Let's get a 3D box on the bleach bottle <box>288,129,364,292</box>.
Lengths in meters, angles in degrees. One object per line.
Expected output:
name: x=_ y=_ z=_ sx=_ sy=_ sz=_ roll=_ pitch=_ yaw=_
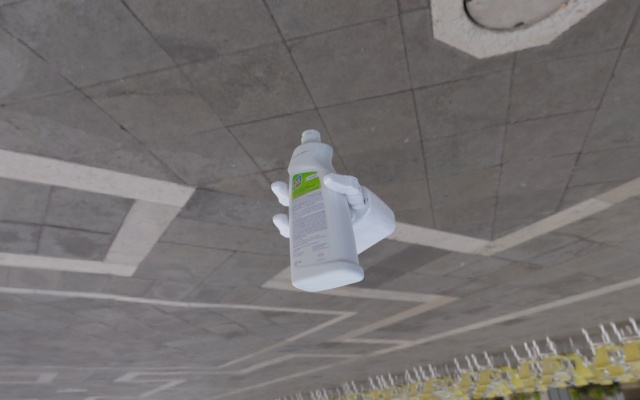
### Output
bleach bottle: x=0.000 y=0.002 z=0.716 sx=0.102 sy=0.250 sz=0.068 roll=-19 pitch=-30 yaw=28
